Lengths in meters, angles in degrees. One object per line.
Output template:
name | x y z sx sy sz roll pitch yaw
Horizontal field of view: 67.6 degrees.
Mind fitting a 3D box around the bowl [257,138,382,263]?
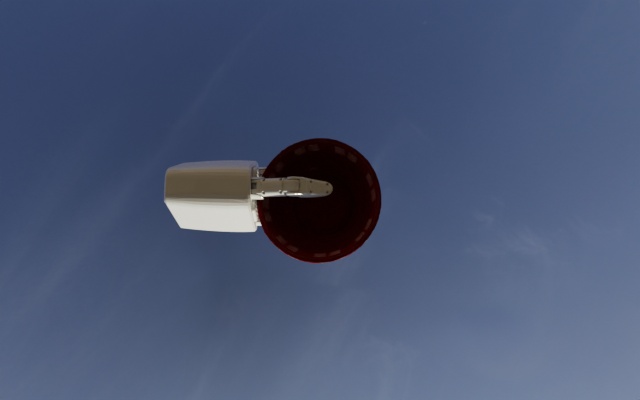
bowl | 0.001 0.002 0.634 0.162 0.162 0.055 0 -8 8
